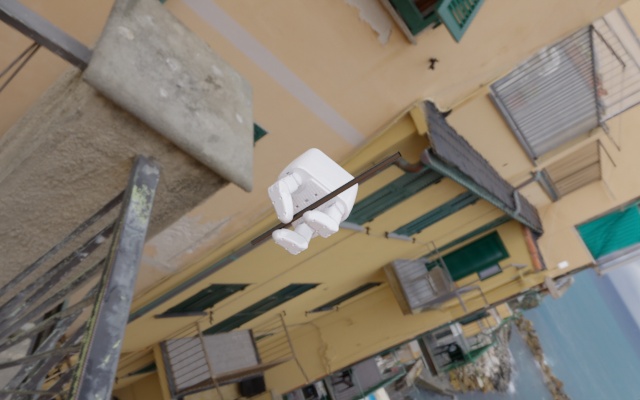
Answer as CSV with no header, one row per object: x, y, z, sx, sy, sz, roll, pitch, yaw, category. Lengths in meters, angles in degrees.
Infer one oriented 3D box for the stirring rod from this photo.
0.000,0.002,0.615,0.239,0.011,0.011,-31,-14,24,stirring rod
